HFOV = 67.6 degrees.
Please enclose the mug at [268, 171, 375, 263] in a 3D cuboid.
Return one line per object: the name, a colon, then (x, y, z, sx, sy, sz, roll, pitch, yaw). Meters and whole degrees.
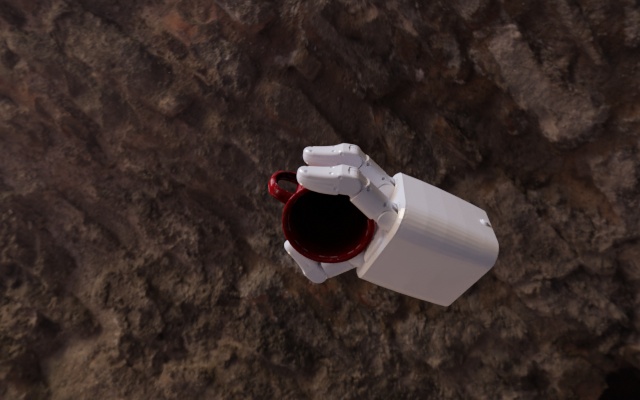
mug: (-0.001, 0.001, 0.509, 0.117, 0.093, 0.081, 23, 28, -6)
